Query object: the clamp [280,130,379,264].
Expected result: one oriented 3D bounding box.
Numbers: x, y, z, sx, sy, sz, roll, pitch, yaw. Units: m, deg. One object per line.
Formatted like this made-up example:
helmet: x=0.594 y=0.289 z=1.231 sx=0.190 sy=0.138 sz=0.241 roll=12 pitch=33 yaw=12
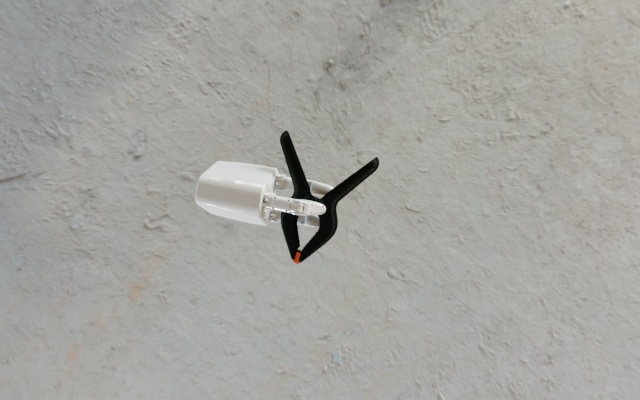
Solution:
clamp: x=0.000 y=0.003 z=0.774 sx=0.164 sy=0.210 sz=0.036 roll=10 pitch=5 yaw=7
